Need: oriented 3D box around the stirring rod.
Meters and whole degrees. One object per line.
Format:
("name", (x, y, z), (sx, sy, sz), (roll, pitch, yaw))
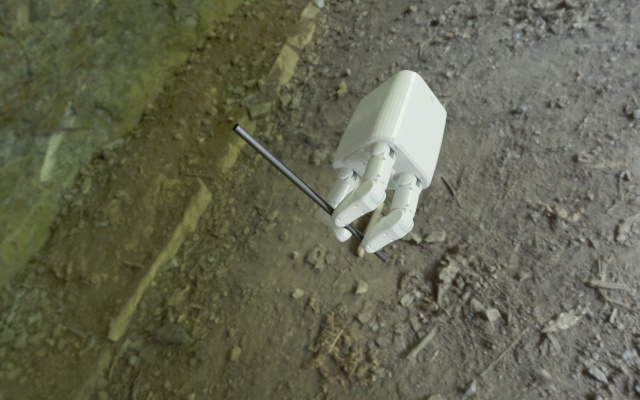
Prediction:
("stirring rod", (0.000, 0.002, 0.487), (0.011, 0.011, 0.240), (0, -34, 48))
